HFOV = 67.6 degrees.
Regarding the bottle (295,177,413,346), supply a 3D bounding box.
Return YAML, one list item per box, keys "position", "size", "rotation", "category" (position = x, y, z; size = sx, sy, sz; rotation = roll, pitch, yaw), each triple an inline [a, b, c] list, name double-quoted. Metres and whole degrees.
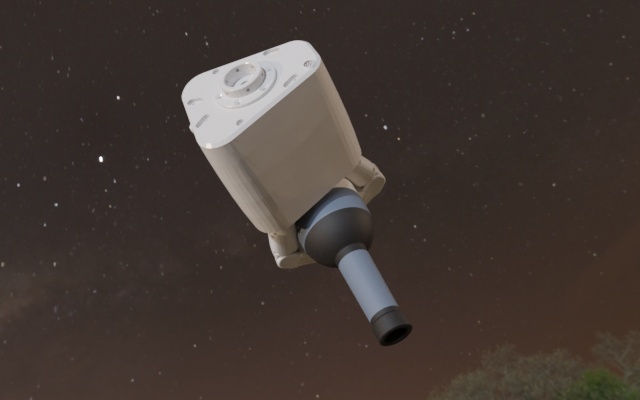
- position: [0.000, 0.001, 0.442]
  size: [0.069, 0.069, 0.295]
  rotation: [0, 41, -30]
  category: "bottle"
